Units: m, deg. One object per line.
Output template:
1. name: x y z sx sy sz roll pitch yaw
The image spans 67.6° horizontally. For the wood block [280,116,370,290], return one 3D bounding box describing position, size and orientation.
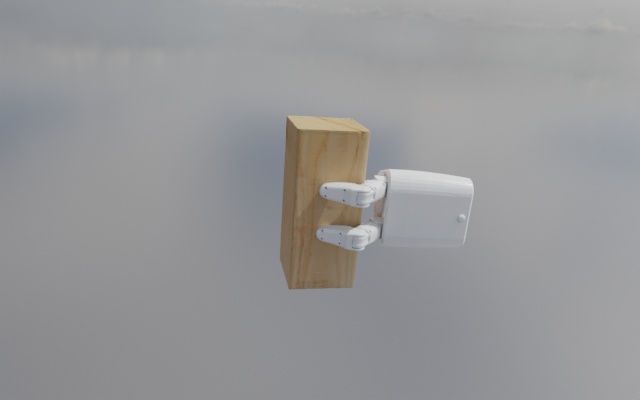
1. wood block: 0.000 0.002 0.619 0.090 0.206 0.090 0 20 -12
